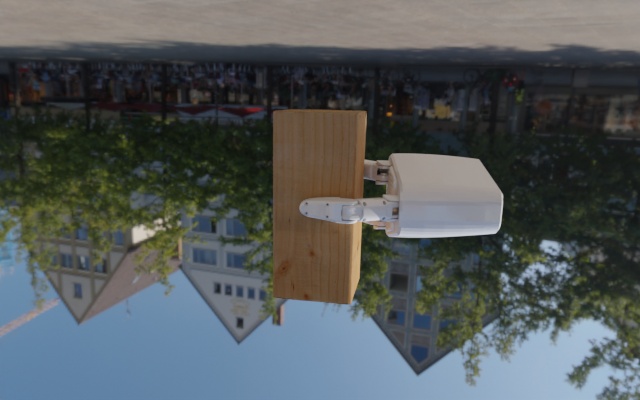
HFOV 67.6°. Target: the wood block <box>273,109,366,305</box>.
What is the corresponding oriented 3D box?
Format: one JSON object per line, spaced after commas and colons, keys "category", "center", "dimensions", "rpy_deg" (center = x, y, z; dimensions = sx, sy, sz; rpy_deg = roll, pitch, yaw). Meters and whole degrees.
{"category": "wood block", "center": [0.000, 0.002, 0.545], "dimensions": [0.090, 0.206, 0.091], "rpy_deg": [3, 12, 11]}
